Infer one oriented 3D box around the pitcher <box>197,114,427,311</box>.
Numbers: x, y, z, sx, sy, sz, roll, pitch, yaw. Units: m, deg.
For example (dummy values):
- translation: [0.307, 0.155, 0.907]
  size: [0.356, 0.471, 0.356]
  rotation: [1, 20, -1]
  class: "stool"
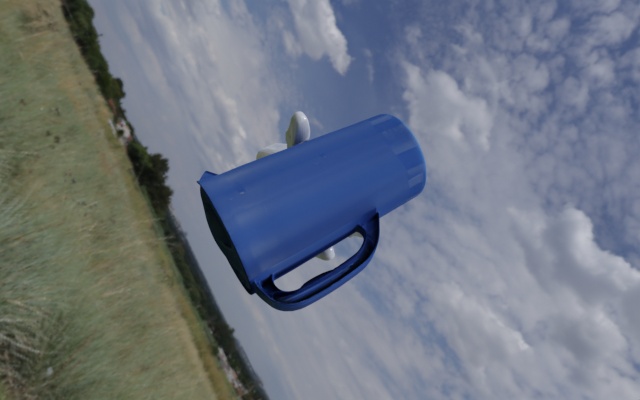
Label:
- translation: [0.000, 0.002, 0.534]
  size: [0.243, 0.149, 0.145]
  rotation: [-26, 18, -17]
  class: "pitcher"
